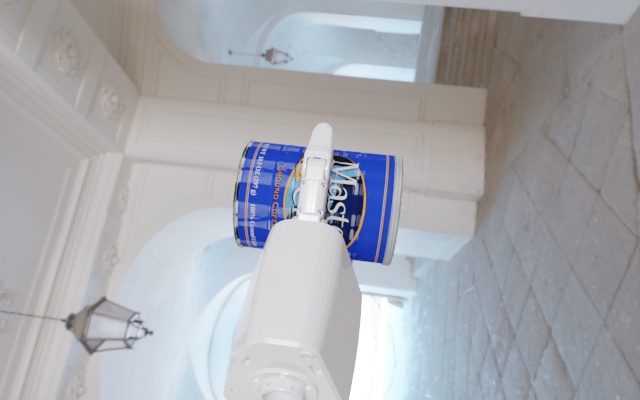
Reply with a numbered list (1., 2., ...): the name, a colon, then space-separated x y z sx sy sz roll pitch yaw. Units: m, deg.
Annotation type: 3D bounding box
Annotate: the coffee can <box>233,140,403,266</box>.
1. coffee can: 0.000 0.001 0.447 0.140 0.103 0.103 6 0 4
